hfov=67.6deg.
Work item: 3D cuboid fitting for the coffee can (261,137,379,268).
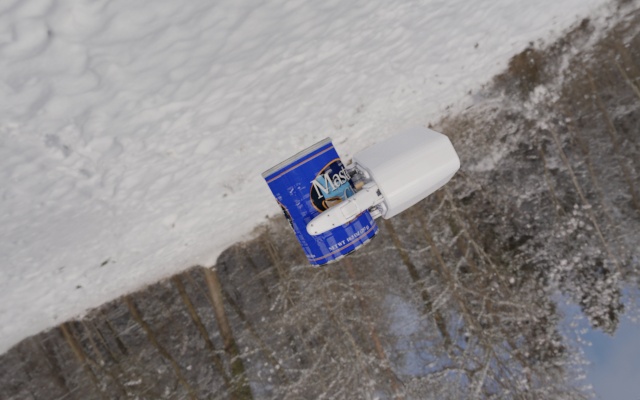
[{"bbox_3d":[0.000,0.002,0.630,0.103,0.140,0.103,-28,5,3],"label":"coffee can"}]
